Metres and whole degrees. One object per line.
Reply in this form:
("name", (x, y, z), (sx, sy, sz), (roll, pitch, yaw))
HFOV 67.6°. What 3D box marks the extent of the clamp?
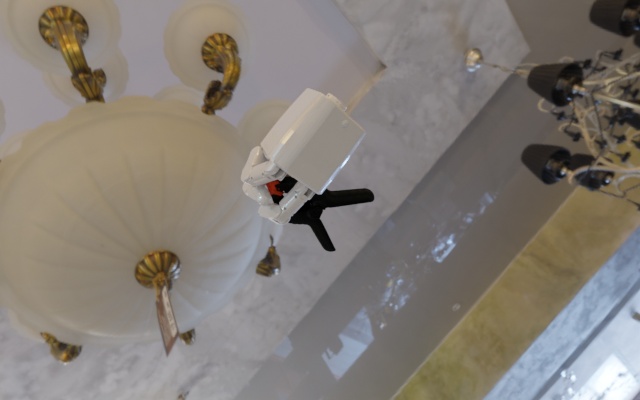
("clamp", (0.000, 0.002, 0.714), (0.171, 0.120, 0.039), (34, 8, -39))
